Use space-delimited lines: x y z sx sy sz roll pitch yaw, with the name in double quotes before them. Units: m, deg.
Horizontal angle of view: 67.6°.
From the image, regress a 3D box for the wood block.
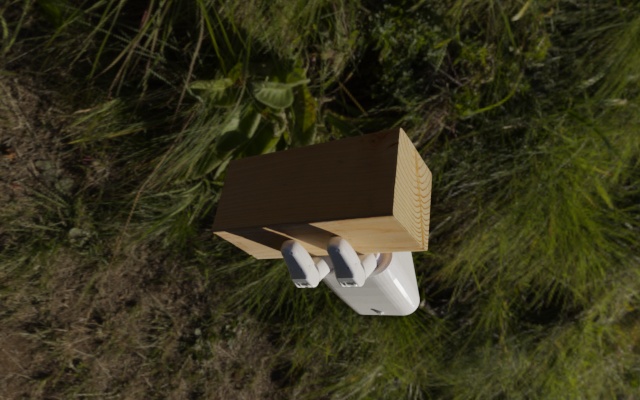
"wood block" 0.000 0.002 0.499 0.206 0.090 0.090 -7 -30 31
